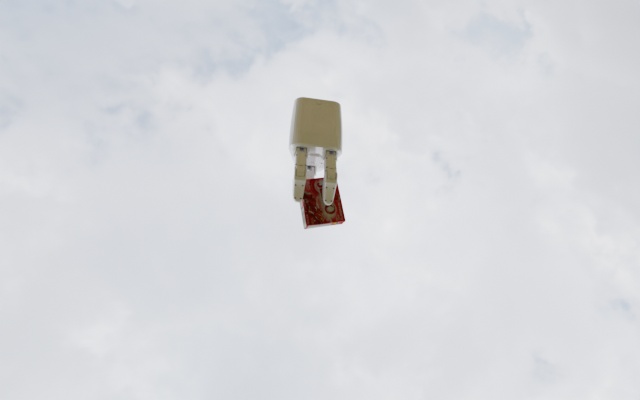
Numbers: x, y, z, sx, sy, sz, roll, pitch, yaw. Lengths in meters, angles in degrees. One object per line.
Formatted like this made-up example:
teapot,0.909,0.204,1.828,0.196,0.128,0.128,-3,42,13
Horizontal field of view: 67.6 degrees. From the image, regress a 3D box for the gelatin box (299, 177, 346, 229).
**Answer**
gelatin box,0.000,0.003,0.865,0.073,0.089,0.030,-6,-16,-14
